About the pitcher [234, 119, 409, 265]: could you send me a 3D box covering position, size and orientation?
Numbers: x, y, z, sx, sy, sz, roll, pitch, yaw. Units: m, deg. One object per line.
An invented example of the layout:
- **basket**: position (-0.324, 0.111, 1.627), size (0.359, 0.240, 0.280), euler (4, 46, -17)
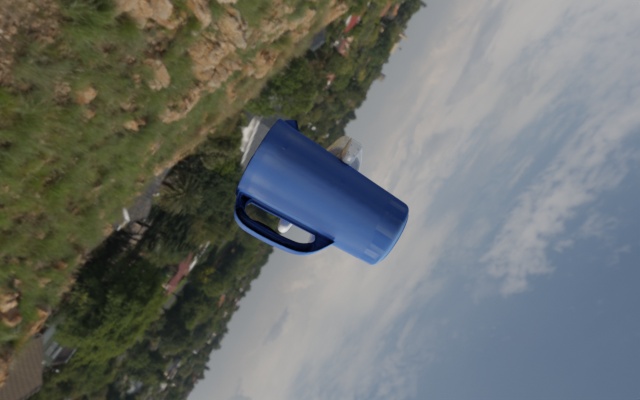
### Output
- **pitcher**: position (0.000, 0.002, 0.714), size (0.243, 0.149, 0.145), euler (31, 21, -2)
